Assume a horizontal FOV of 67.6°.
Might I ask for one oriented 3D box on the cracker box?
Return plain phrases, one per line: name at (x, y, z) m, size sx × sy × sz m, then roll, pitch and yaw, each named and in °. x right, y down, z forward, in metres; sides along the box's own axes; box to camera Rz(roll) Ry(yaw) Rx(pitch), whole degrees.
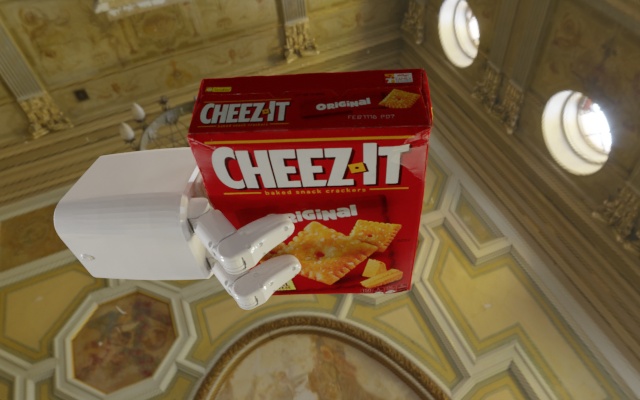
cracker box at (0.000, 0.001, 0.403) m, size 0.164 × 0.072 × 0.214 m, roll -2°, pitch -40°, yaw 4°
